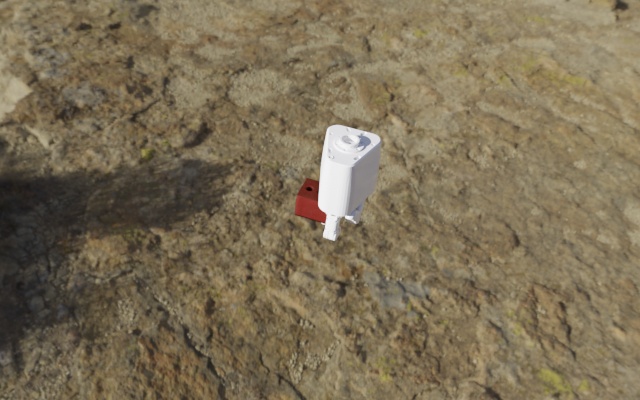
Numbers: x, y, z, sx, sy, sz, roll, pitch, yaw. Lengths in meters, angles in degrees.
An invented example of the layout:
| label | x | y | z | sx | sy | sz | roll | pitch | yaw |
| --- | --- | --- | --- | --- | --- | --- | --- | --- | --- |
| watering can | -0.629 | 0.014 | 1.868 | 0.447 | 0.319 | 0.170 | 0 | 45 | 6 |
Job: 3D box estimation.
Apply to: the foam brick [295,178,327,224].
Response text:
| label | x | y | z | sx | sy | sz | roll | pitch | yaw |
| --- | --- | --- | --- | --- | --- | --- | --- | --- | --- |
| foam brick | 0.000 | 0.003 | 0.848 | 0.078 | 0.051 | 0.053 | 16 | 44 | 12 |
